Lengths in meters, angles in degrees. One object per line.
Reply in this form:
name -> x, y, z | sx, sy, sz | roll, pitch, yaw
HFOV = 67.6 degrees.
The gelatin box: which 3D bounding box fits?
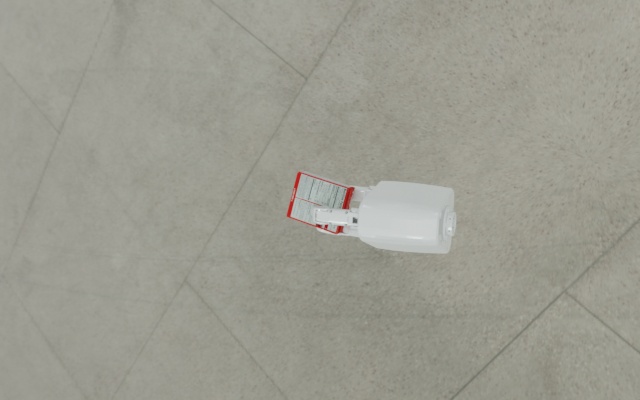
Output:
gelatin box -> 0.000, 0.002, 0.718 | 0.089, 0.073, 0.030 | 18, 11, 19
